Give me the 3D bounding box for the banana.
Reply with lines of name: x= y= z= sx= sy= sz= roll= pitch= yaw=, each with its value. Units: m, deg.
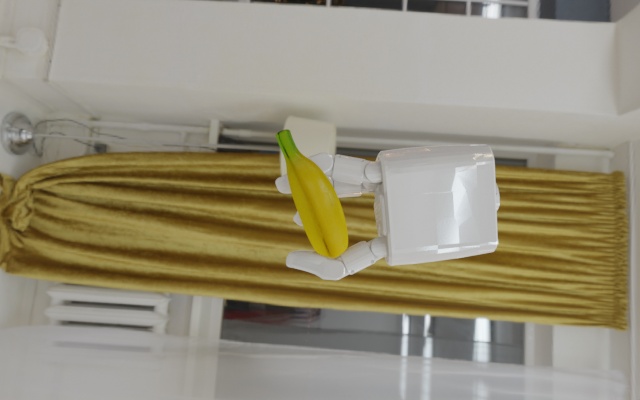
banana: x=0.003 y=0.015 z=0.443 sx=0.037 sy=0.069 sz=0.198 roll=-15 pitch=-31 yaw=2
